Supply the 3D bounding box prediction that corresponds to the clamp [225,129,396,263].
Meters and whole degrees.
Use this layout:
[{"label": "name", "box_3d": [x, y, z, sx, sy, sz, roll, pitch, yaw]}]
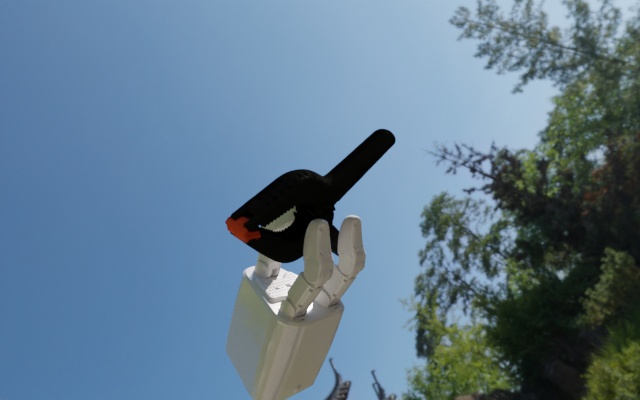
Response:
[{"label": "clamp", "box_3d": [-0.001, 0.002, 0.480, 0.036, 0.164, 0.210, 27, 19, 36]}]
